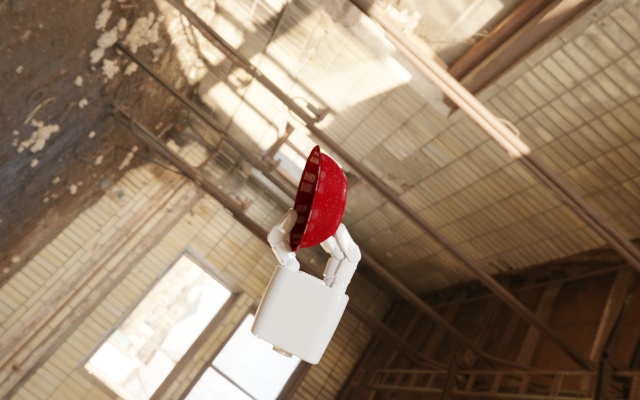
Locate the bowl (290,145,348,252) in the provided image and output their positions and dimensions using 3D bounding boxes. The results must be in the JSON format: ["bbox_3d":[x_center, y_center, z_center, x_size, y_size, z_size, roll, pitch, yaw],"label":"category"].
[{"bbox_3d":[0.001,0.001,0.706,0.055,0.162,0.162,12,-3,-11],"label":"bowl"}]
